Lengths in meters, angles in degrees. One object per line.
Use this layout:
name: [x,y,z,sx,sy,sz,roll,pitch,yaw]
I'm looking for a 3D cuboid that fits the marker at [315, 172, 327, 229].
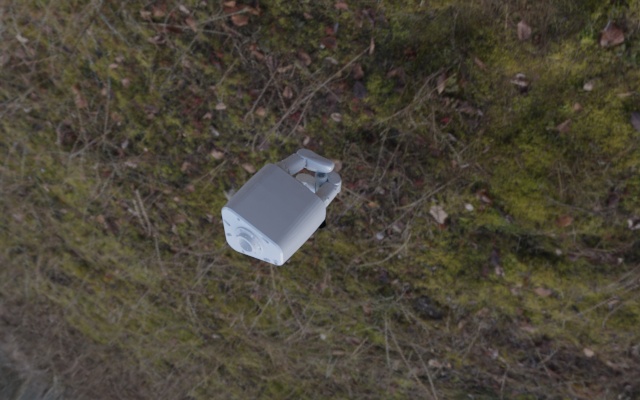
marker: [0.000,0.002,0.765,0.020,0.020,0.121,0,-44,-1]
